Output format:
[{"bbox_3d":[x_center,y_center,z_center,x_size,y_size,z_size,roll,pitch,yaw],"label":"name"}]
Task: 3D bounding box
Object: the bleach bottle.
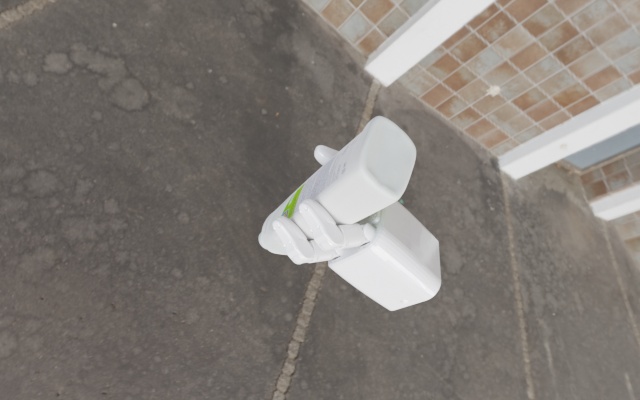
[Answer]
[{"bbox_3d":[0.000,0.002,0.583,0.068,0.102,0.251,38,-41,-16],"label":"bleach bottle"}]
